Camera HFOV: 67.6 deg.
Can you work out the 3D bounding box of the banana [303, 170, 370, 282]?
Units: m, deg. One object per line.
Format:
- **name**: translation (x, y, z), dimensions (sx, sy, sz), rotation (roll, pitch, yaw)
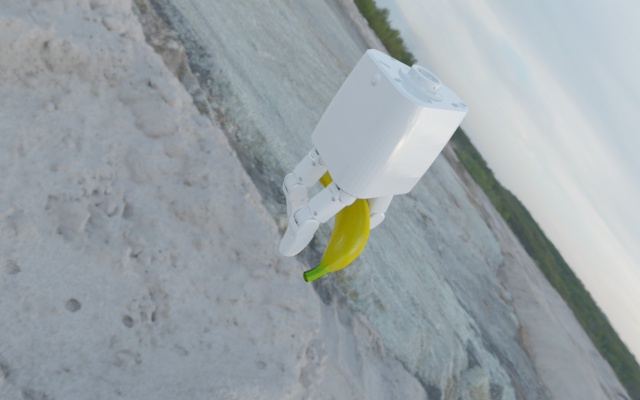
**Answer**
- **banana**: translation (0.019, 0.005, 0.526), dimensions (0.069, 0.037, 0.197), rotation (4, 41, -2)
